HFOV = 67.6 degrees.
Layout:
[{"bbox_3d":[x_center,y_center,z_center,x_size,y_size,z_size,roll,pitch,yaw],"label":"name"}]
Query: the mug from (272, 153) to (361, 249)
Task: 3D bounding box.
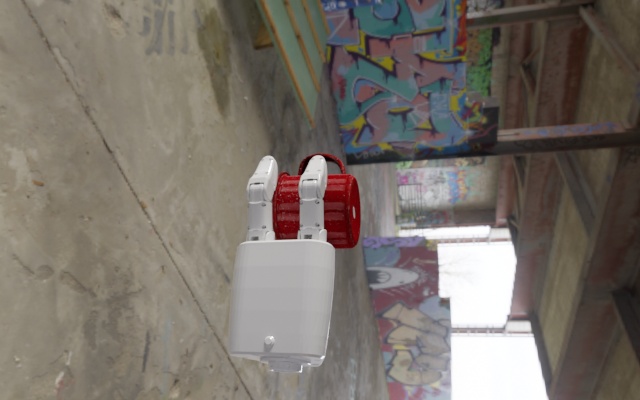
[{"bbox_3d":[0.000,0.000,0.534,0.081,0.117,0.093,-2,-23,13],"label":"mug"}]
